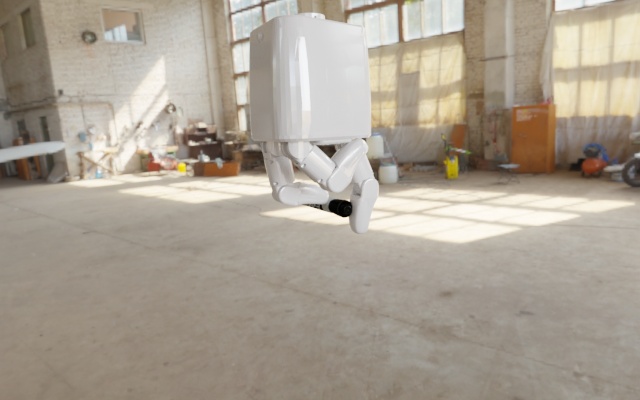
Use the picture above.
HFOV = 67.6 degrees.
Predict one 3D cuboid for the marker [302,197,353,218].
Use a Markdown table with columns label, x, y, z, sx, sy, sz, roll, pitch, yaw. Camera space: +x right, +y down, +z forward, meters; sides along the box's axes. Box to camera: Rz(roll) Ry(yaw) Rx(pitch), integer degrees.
| label | x | y | z | sx | sy | sz | roll | pitch | yaw |
| --- | --- | --- | --- | --- | --- | --- | --- | --- | --- |
| marker | 0.000 | 0.002 | 0.536 | 0.020 | 0.020 | 0.121 | 0 | 7 | -27 |
